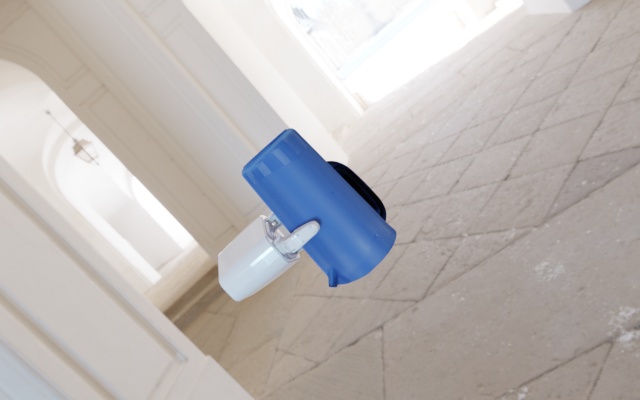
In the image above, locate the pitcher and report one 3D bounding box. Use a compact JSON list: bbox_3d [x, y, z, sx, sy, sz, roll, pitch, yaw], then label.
[{"bbox_3d":[0.000,0.003,0.754,0.145,0.243,0.149,-41,11,7],"label":"pitcher"}]
